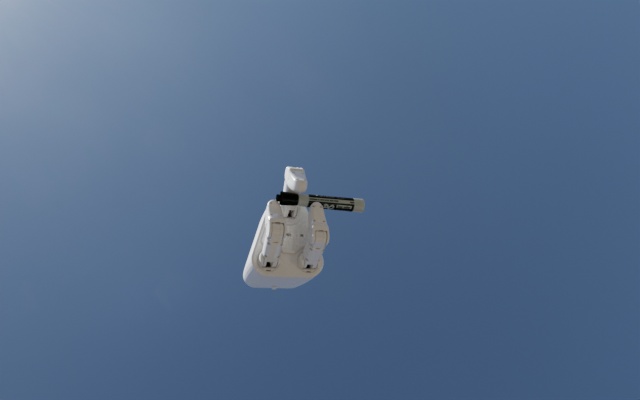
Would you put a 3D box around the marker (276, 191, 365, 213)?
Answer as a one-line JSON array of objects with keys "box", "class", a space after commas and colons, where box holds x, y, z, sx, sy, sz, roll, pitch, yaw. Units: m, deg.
[{"box": [0.000, 0.002, 0.641, 0.121, 0.020, 0.020, 5, -2, -16], "class": "marker"}]
